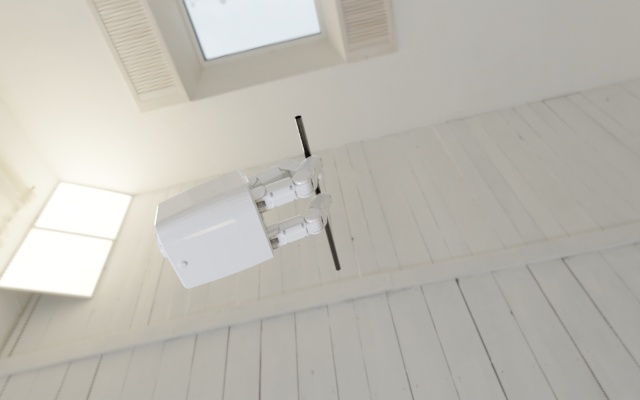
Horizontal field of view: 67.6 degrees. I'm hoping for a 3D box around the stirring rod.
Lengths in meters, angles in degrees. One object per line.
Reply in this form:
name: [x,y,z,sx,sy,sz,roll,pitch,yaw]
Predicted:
stirring rod: [0.000,0.002,0.594,0.011,0.240,0.011,-9,37,7]
